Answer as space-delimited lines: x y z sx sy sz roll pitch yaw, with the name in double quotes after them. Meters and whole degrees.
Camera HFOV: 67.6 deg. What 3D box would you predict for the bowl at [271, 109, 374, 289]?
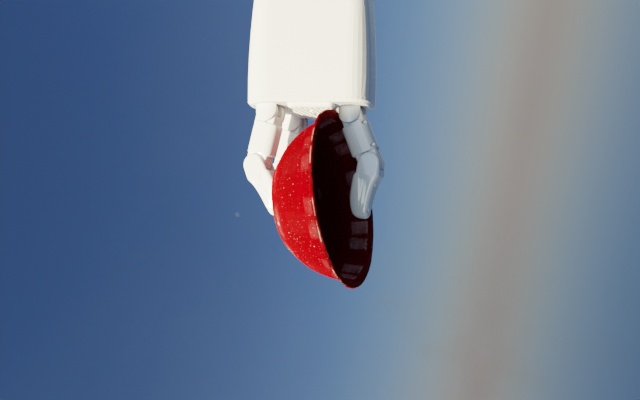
0.000 0.003 0.439 0.055 0.162 0.162 -9 -3 21 "bowl"
